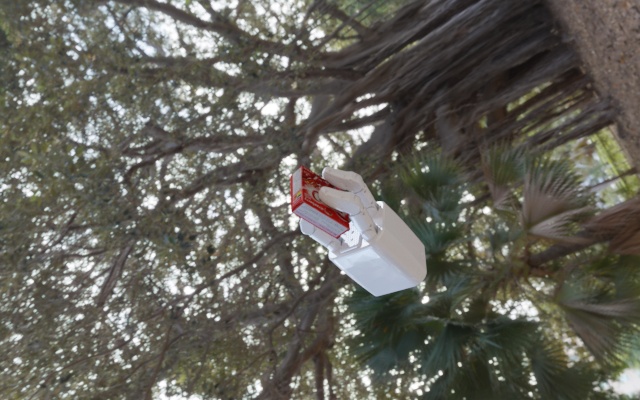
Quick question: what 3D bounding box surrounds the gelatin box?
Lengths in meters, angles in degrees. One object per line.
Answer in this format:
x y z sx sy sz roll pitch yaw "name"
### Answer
0.000 0.002 0.666 0.089 0.073 0.030 31 -55 -29 "gelatin box"
